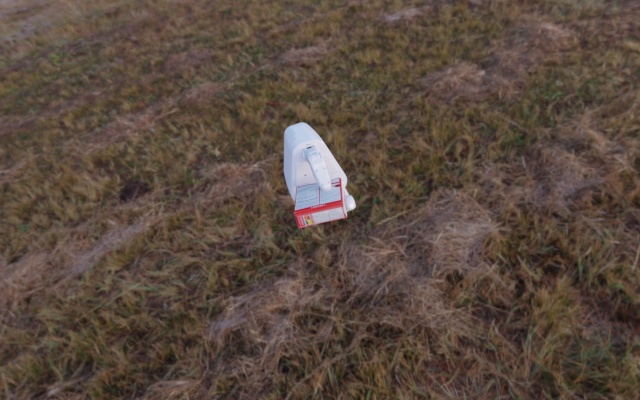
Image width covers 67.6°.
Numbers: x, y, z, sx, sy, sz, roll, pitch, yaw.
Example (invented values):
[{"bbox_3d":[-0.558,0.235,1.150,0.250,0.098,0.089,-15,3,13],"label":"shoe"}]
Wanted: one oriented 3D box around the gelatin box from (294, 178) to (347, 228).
[{"bbox_3d":[0.000,0.002,0.717,0.073,0.030,0.089,-12,26,6],"label":"gelatin box"}]
